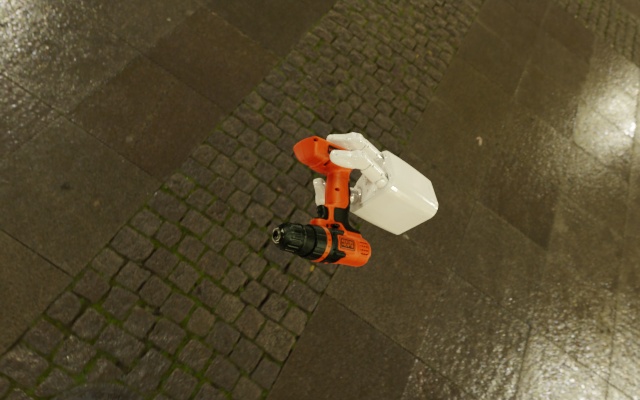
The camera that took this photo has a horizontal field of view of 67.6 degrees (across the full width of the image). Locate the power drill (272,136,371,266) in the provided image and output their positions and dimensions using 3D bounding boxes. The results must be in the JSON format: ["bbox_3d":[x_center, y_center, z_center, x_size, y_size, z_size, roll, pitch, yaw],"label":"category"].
[{"bbox_3d":[0.000,0.002,0.724,0.057,0.187,0.184,-19,-25,39],"label":"power drill"}]
